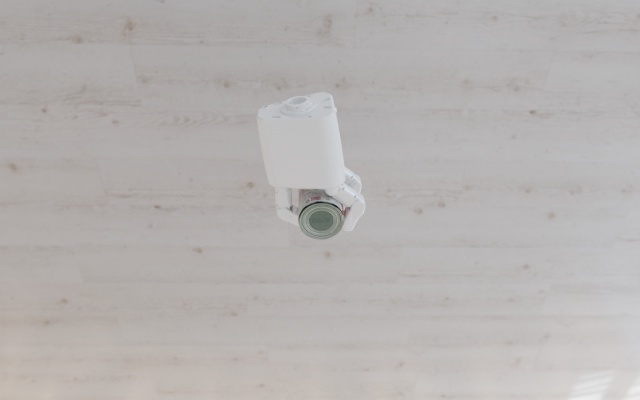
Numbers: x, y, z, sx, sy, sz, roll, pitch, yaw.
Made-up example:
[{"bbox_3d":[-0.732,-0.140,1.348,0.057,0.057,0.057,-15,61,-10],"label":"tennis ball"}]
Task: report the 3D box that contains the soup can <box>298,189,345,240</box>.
[{"bbox_3d":[0.000,0.003,0.720,0.068,0.068,0.102,0,34,-2],"label":"soup can"}]
